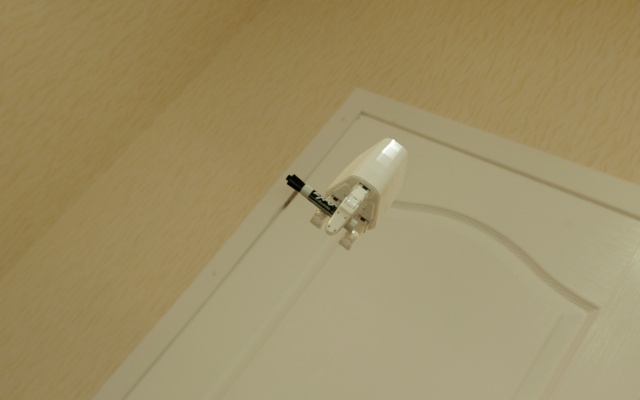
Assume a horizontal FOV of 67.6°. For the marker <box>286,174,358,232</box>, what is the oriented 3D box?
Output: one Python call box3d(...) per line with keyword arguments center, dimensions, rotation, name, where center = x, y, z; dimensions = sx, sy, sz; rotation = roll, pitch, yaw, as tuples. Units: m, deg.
box3d(center=(0.000, 0.002, 0.685), dimensions=(0.121, 0.020, 0.020), rotation=(37, 3, 4), name="marker")
